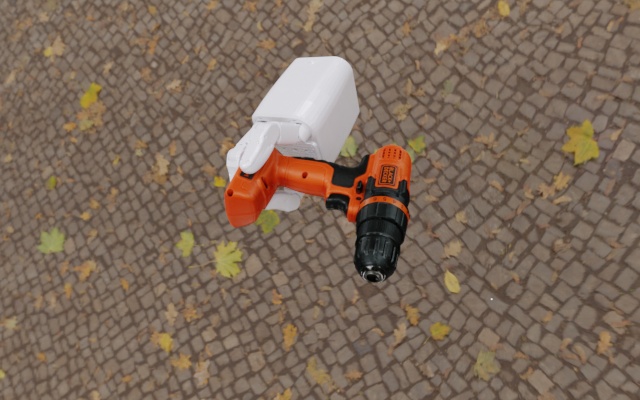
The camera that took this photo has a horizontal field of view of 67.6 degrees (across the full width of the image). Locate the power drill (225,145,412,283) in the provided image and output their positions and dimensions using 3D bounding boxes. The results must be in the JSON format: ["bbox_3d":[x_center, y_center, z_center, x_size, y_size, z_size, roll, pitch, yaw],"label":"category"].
[{"bbox_3d":[0.000,0.001,0.505,0.187,0.057,0.184,8,41,10],"label":"power drill"}]
